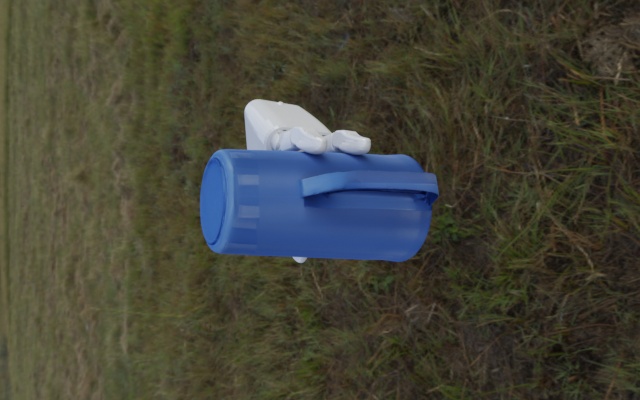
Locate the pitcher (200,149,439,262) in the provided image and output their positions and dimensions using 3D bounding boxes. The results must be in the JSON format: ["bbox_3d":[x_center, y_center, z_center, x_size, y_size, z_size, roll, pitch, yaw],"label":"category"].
[{"bbox_3d":[0.000,0.002,0.535,0.243,0.149,0.145,2,31,-28],"label":"pitcher"}]
